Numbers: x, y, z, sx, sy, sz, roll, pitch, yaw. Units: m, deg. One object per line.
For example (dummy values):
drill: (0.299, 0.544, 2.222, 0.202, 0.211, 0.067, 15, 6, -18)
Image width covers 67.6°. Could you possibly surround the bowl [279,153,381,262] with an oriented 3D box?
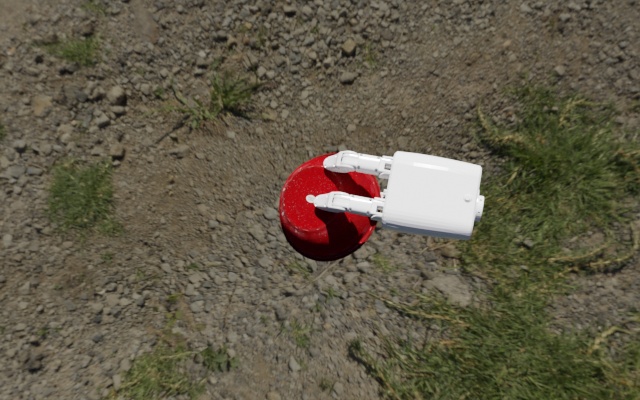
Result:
bowl: (-0.001, 0.002, 0.670, 0.162, 0.162, 0.055, 0, -14, 26)
